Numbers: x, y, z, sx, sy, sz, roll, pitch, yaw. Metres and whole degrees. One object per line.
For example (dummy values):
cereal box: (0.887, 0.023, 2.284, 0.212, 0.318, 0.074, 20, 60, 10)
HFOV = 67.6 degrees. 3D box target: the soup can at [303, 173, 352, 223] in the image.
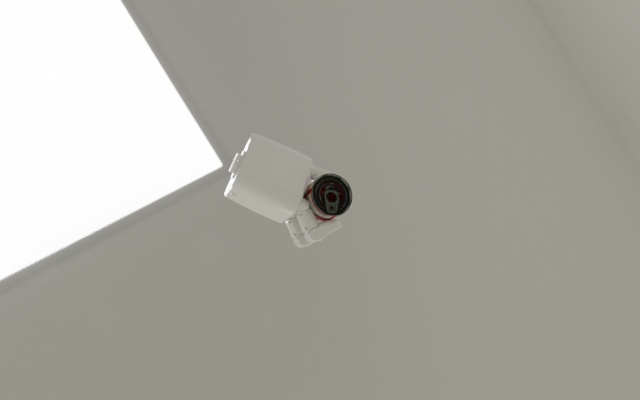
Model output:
soup can: (0.000, 0.003, 0.778, 0.068, 0.068, 0.102, 0, -13, -22)
